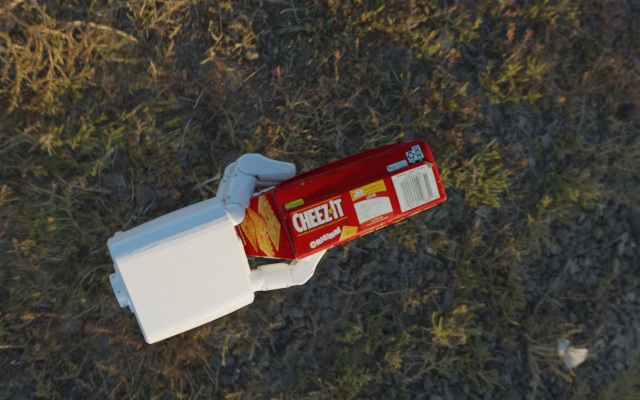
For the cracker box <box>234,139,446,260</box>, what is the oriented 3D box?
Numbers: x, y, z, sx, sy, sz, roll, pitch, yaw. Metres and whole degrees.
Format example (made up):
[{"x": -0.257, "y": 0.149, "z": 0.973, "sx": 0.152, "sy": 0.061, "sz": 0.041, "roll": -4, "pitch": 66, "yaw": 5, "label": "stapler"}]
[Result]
[{"x": 0.000, "y": 0.002, "z": 0.514, "sx": 0.164, "sy": 0.072, "sz": 0.214, "roll": -20, "pitch": 4, "yaw": -22, "label": "cracker box"}]
